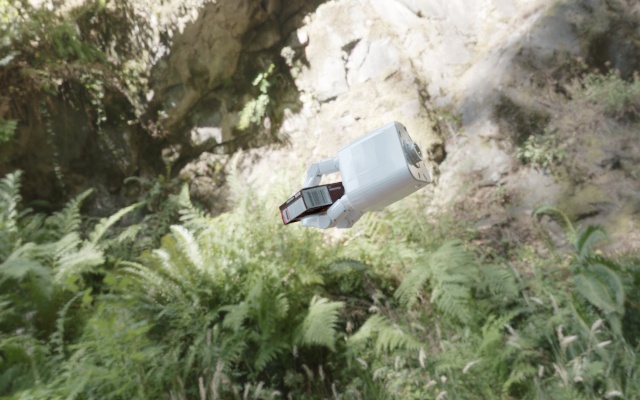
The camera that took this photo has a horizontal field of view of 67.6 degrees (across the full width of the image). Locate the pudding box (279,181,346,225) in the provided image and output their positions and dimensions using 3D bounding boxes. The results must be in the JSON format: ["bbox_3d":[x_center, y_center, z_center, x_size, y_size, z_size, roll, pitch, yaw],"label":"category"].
[{"bbox_3d":[0.000,0.002,0.793,0.113,0.039,0.090,-10,-15,-32],"label":"pudding box"}]
